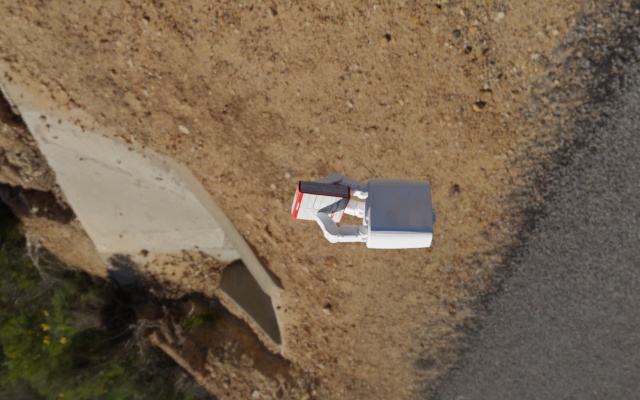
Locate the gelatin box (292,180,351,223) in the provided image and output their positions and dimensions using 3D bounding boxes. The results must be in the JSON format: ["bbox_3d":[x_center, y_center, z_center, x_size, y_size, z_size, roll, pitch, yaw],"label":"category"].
[{"bbox_3d":[0.000,0.003,0.815,0.089,0.030,0.073,5,-38,-11],"label":"gelatin box"}]
